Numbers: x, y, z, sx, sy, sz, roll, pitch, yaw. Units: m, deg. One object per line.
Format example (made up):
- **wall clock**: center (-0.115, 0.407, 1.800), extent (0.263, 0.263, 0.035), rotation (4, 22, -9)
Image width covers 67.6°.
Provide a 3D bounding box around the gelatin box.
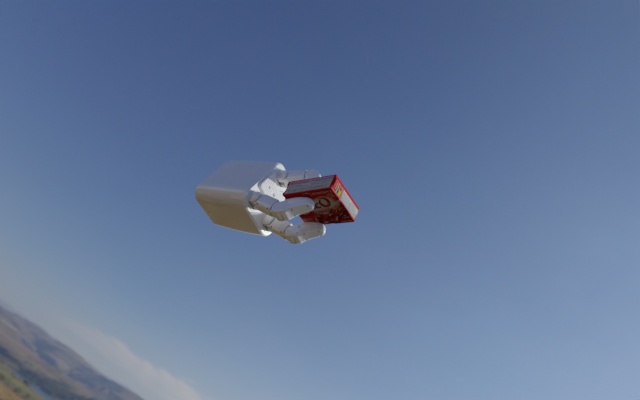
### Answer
- **gelatin box**: center (0.001, 0.002, 0.693), extent (0.089, 0.030, 0.073), rotation (-8, -47, 35)
